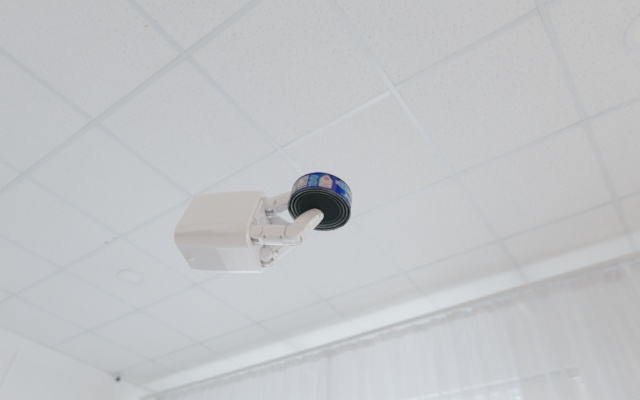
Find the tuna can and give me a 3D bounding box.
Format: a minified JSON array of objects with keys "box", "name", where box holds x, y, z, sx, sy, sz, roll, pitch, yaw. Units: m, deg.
[{"box":[0.000,0.002,0.649,0.086,0.033,0.086,6,-42,5],"name":"tuna can"}]
